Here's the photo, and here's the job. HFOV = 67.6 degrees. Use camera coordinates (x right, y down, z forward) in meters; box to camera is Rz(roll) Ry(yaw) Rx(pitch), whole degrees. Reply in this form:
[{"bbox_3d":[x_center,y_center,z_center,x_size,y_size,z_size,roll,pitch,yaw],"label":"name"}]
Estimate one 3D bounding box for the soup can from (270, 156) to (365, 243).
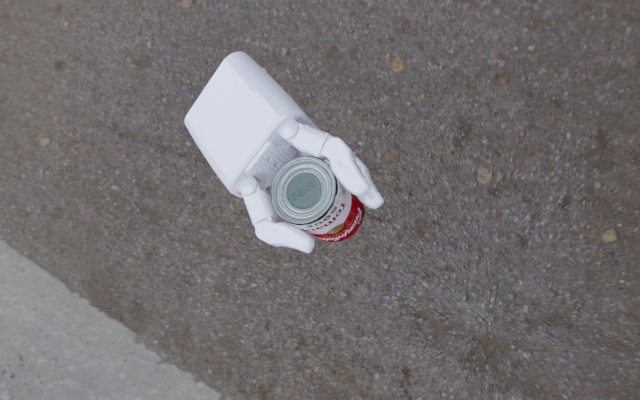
[{"bbox_3d":[0.000,0.002,0.483,0.068,0.068,0.102,0,-14,20],"label":"soup can"}]
